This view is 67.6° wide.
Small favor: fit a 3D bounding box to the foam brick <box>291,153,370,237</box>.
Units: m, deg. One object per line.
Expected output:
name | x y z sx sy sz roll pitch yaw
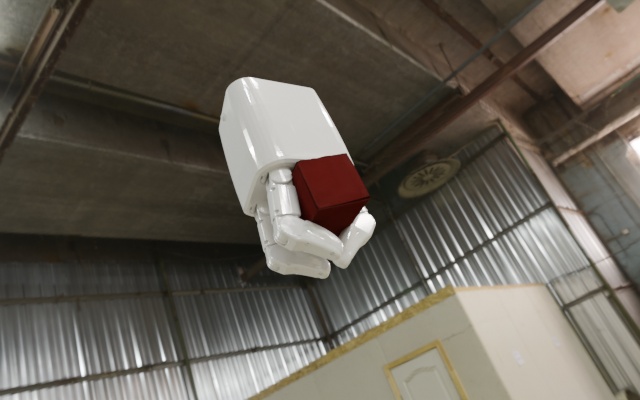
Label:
foam brick | 0.000 0.001 0.435 0.053 0.051 0.078 -11 -26 -26
